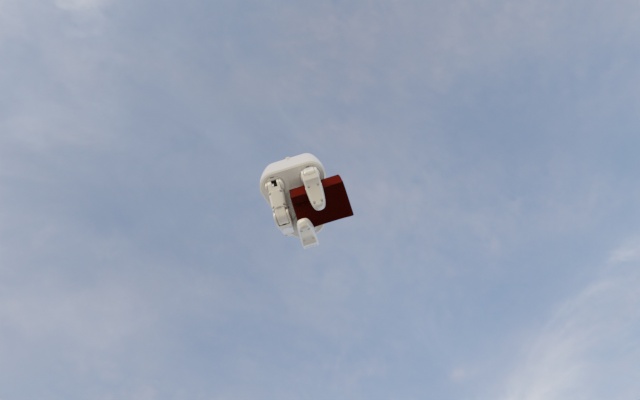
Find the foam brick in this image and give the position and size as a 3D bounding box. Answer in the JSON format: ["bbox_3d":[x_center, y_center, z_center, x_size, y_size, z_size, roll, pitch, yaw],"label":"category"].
[{"bbox_3d":[0.000,0.002,0.673,0.078,0.053,0.051,-17,15,0],"label":"foam brick"}]
